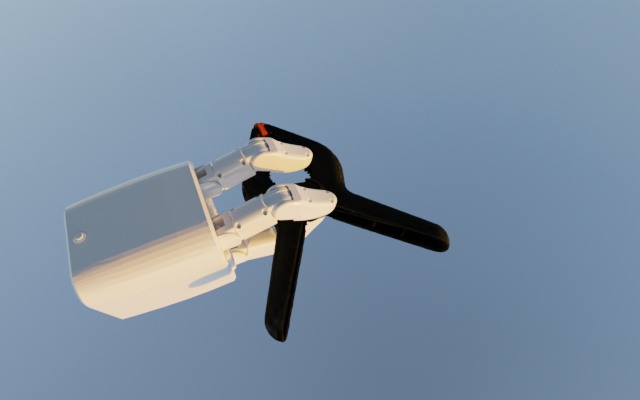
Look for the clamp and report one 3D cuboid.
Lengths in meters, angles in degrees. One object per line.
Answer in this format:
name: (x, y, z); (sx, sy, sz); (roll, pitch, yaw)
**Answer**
clamp: (0.000, 0.002, 0.425); (0.164, 0.209, 0.036); (-20, -35, -12)
